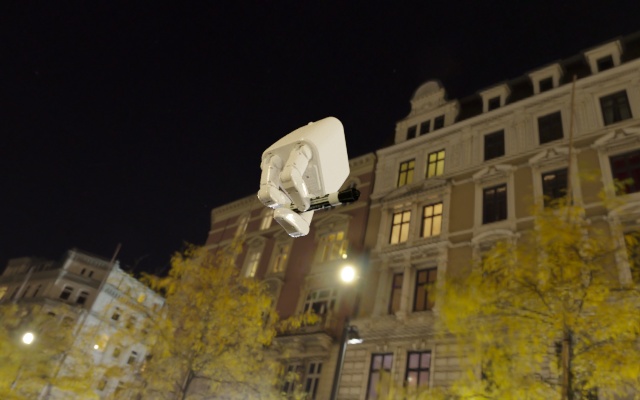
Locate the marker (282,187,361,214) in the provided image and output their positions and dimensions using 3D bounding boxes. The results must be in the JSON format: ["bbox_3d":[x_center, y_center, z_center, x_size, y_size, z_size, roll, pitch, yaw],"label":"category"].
[{"bbox_3d":[0.000,0.002,0.645,0.121,0.020,0.020,-13,-7,33],"label":"marker"}]
